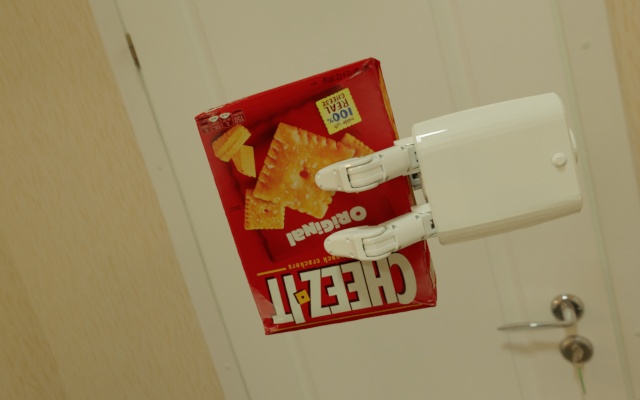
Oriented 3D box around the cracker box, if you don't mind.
[{"bbox_3d":[0.000,0.001,0.430,0.164,0.214,0.072,-14,9,15],"label":"cracker box"}]
